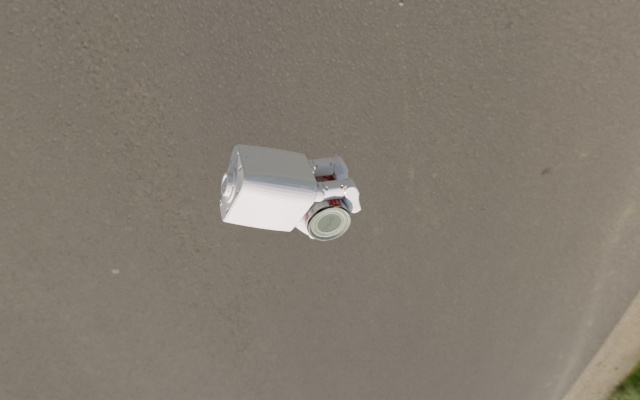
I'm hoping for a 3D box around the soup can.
[{"bbox_3d":[0.001,0.003,0.725,0.068,0.068,0.102,0,40,-20],"label":"soup can"}]
